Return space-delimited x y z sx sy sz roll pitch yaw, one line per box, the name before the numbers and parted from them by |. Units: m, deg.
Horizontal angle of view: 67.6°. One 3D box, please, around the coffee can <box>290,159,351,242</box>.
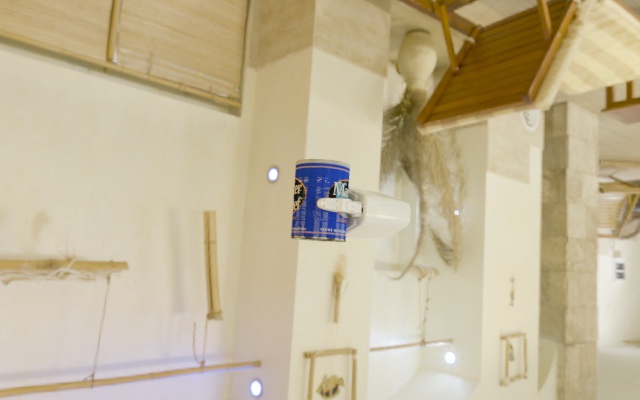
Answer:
coffee can | 0.000 0.003 0.873 0.103 0.140 0.103 4 -7 0
